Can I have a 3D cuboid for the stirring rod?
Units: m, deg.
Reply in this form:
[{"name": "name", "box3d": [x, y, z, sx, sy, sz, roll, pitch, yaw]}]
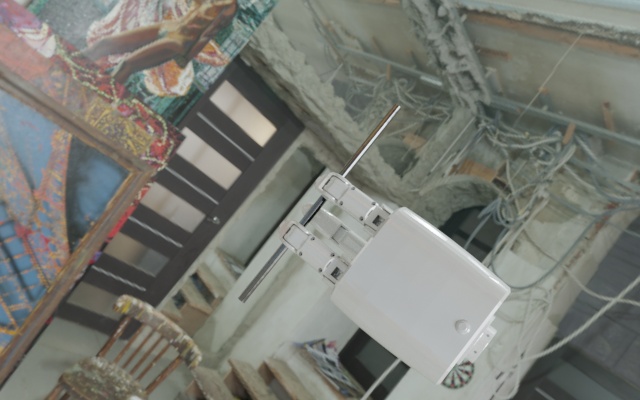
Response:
[{"name": "stirring rod", "box3d": [0.000, 0.002, 0.460, 0.011, 0.239, 0.011, 39, -3, 3]}]
